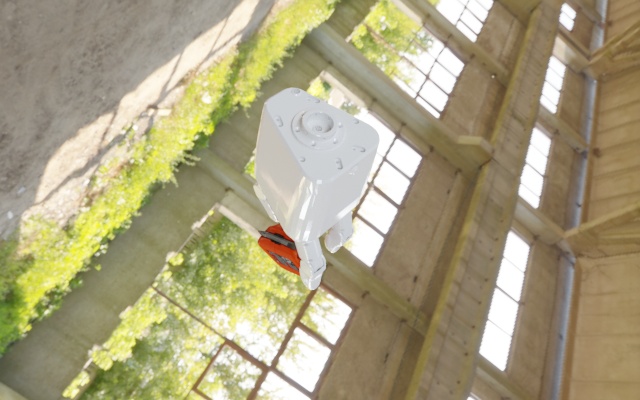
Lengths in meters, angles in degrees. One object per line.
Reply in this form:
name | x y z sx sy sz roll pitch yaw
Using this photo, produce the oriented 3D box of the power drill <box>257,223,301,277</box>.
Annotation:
power drill | 0.000 0.002 0.612 0.057 0.187 0.184 18 -18 22
